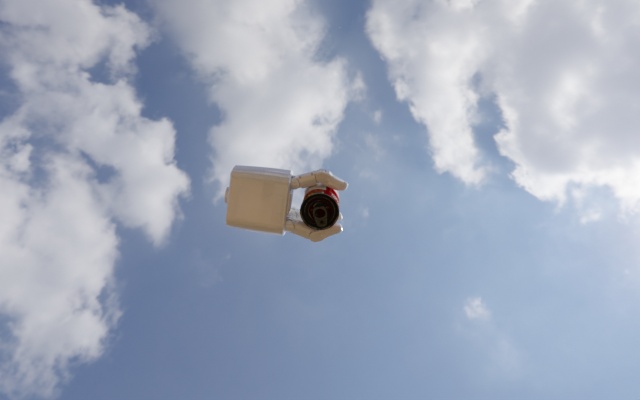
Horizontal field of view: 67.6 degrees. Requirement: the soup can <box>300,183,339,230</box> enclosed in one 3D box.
[{"bbox_3d":[0.001,0.003,0.859,0.068,0.068,0.102,0,20,2],"label":"soup can"}]
